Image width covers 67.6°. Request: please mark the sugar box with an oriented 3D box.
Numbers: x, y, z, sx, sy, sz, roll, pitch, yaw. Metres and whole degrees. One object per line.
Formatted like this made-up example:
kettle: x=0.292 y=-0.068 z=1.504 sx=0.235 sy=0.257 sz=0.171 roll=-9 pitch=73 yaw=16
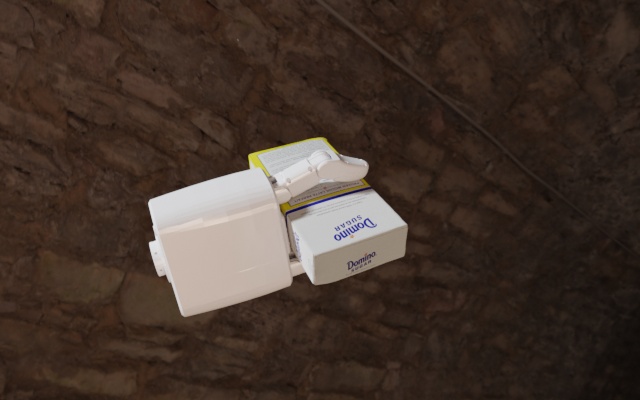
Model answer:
sugar box: x=0.000 y=0.002 z=0.474 sx=0.093 sy=0.048 sz=0.176 roll=-16 pitch=42 yaw=-18
